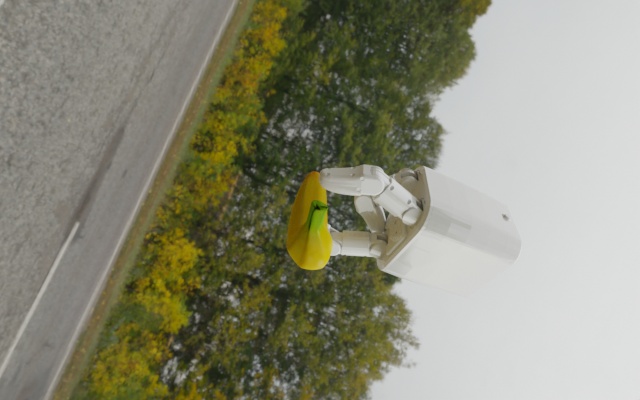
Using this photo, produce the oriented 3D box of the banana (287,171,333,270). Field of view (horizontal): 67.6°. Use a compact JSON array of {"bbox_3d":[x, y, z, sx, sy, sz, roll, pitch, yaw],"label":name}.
[{"bbox_3d":[-0.007,0.019,0.437,0.037,0.069,0.197,21,9,-7],"label":"banana"}]
